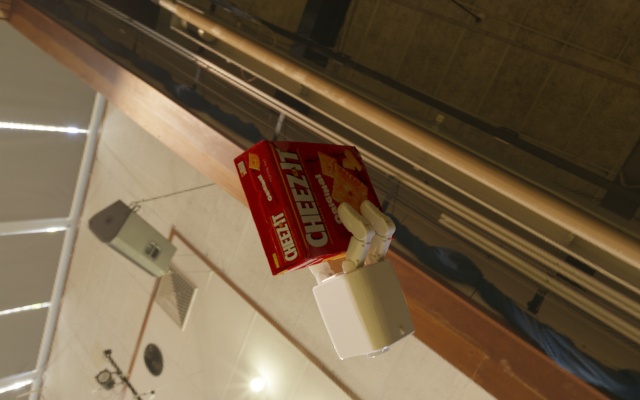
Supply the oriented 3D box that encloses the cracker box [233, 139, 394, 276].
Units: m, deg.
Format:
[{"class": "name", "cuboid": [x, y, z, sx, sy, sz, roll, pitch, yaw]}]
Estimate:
[{"class": "cracker box", "cuboid": [0.000, 0.002, 0.674, 0.072, 0.164, 0.213, -29, -15, 35]}]
